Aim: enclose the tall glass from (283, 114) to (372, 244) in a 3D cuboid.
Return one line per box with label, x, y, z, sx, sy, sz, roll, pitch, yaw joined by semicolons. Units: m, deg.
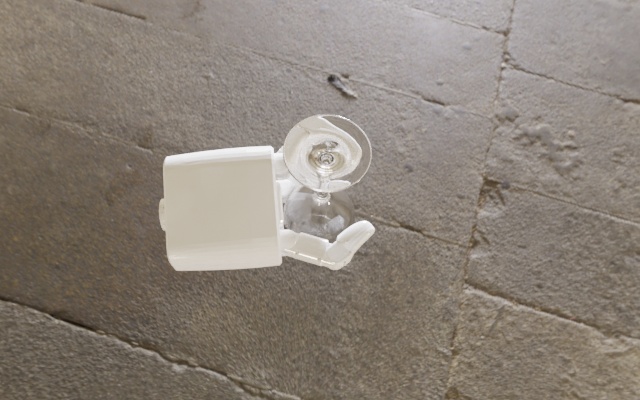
tall glass;0.000;0.001;0.483;0.079;0.079;0.201;0;-25;-3
